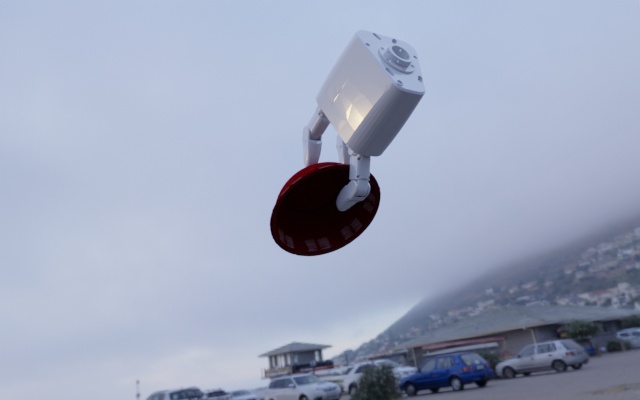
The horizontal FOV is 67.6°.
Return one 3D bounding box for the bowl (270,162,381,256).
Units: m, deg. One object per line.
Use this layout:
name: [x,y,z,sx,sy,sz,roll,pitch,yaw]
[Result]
bowl: [-0.001,0.003,0.668,0.162,0.162,0.055,0,38,-27]
